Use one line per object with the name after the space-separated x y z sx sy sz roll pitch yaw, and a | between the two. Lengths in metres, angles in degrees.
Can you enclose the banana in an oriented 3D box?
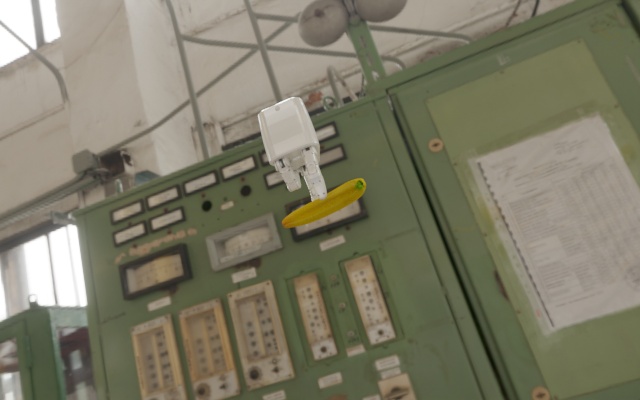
0.014 0.002 0.876 0.198 0.037 0.069 -31 -21 34 | banana
